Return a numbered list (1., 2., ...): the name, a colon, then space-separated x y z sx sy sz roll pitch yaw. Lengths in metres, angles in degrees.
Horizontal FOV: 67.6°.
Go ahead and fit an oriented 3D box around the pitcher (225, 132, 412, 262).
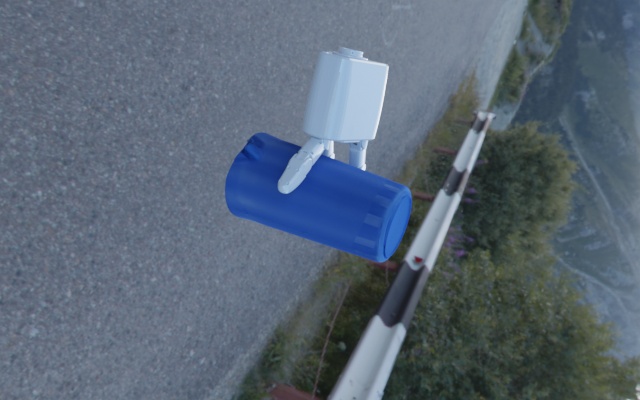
1. pitcher: 0.000 0.002 0.682 0.243 0.145 0.149 20 19 23
